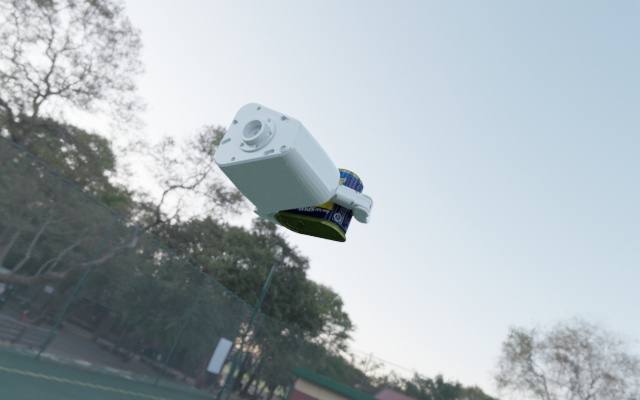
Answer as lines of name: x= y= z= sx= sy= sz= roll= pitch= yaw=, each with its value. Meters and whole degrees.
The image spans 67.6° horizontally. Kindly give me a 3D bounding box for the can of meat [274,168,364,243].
can of meat: x=0.000 y=0.002 z=0.647 sx=0.102 sy=0.084 sz=0.057 roll=9 pitch=-25 yaw=33
